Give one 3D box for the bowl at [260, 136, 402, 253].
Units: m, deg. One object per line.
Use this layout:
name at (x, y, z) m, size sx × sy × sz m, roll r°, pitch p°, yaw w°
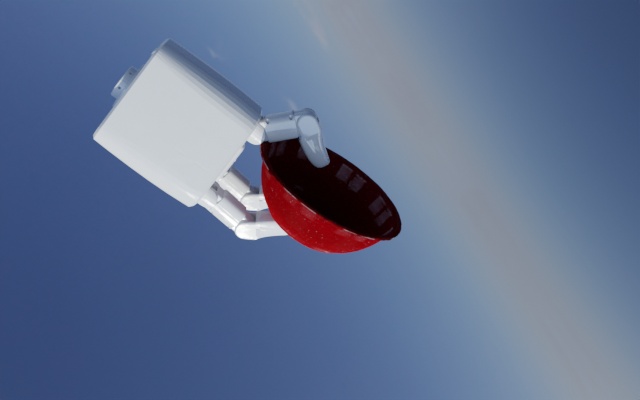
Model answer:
bowl at (0.001, 0.003, 0.480) m, size 0.162 × 0.055 × 0.162 m, roll 27°, pitch 25°, yaw -14°
